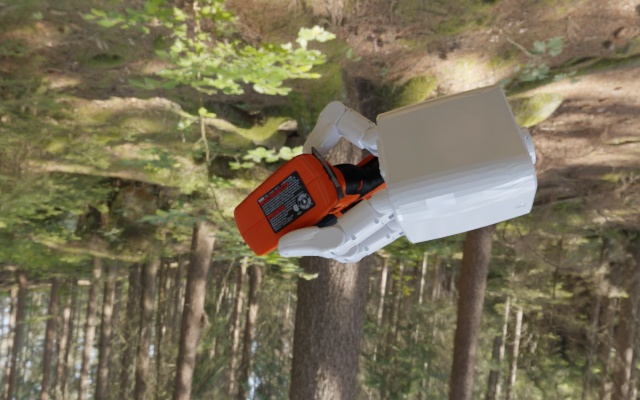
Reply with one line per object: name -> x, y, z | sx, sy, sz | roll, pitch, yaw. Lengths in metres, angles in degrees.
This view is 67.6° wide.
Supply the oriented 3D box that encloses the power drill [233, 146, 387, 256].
power drill -> 0.000, 0.002, 0.491 | 0.184, 0.057, 0.187 | -38, -11, 29
